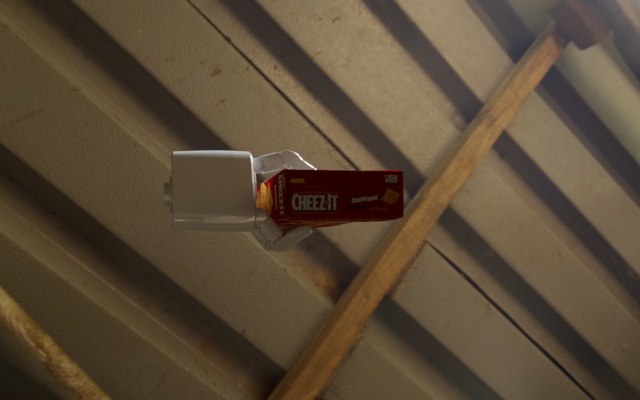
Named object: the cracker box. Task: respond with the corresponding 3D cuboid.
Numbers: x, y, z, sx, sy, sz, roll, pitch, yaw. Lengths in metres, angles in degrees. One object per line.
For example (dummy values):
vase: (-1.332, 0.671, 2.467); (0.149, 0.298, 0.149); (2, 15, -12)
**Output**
cracker box: (0.000, 0.002, 0.700); (0.164, 0.072, 0.214); (-1, -4, -19)
